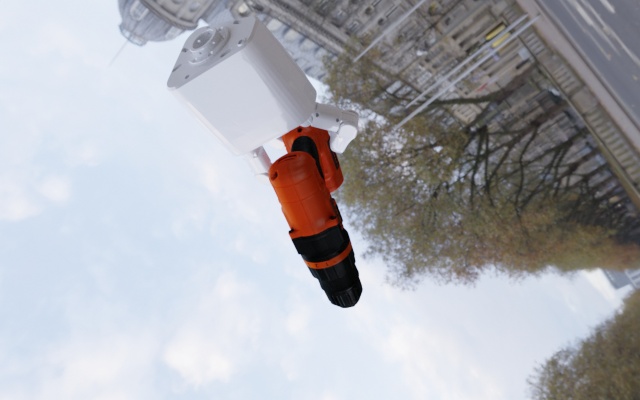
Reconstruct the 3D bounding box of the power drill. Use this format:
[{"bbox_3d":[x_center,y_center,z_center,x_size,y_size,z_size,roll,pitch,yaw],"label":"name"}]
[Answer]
[{"bbox_3d":[0.000,0.001,0.529,0.057,0.184,0.187,-17,30,6],"label":"power drill"}]
